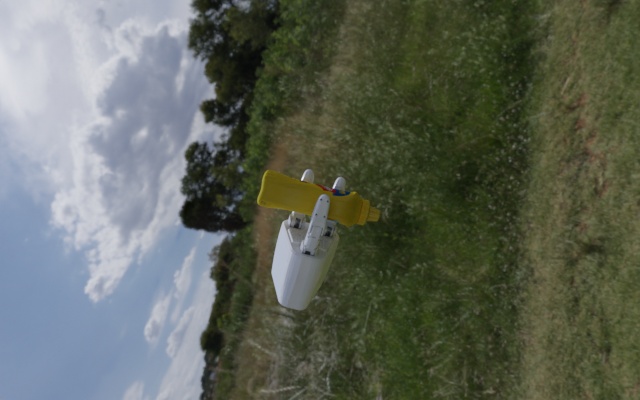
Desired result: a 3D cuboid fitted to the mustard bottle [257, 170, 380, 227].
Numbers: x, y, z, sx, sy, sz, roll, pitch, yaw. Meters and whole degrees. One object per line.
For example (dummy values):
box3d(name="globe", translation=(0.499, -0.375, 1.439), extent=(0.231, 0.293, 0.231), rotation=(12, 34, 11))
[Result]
box3d(name="mustard bottle", translation=(0.000, 0.002, 0.754), extent=(0.191, 0.058, 0.096), rotation=(14, 3, -4))
